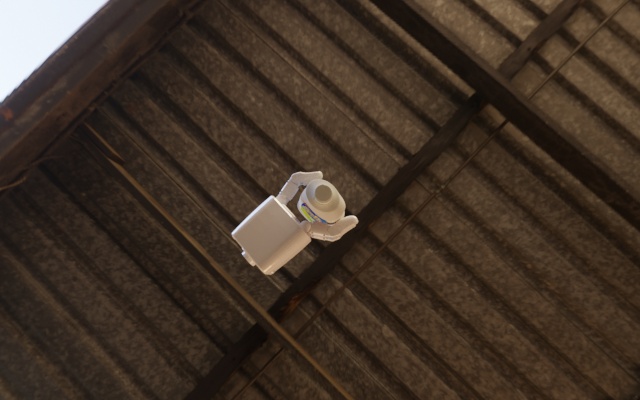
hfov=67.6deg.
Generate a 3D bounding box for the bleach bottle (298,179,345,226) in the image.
[{"bbox_3d":[0.000,0.003,0.899,0.068,0.102,0.251,-44,-7,-6],"label":"bleach bottle"}]
